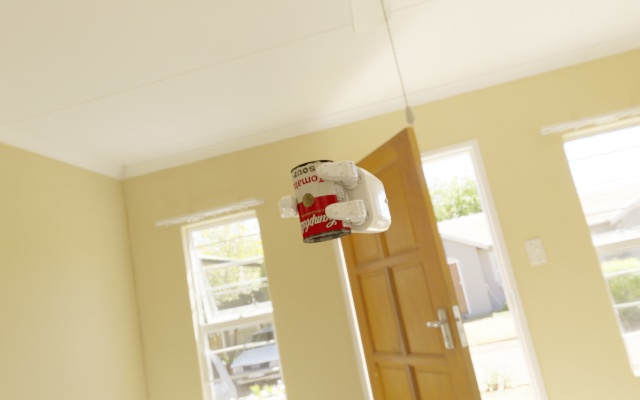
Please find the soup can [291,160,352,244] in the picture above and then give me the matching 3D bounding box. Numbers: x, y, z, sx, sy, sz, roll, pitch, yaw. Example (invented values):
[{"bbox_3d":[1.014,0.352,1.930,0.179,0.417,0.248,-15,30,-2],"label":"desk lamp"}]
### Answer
[{"bbox_3d":[0.000,0.002,0.660,0.068,0.102,0.068,-11,-12,-2],"label":"soup can"}]
